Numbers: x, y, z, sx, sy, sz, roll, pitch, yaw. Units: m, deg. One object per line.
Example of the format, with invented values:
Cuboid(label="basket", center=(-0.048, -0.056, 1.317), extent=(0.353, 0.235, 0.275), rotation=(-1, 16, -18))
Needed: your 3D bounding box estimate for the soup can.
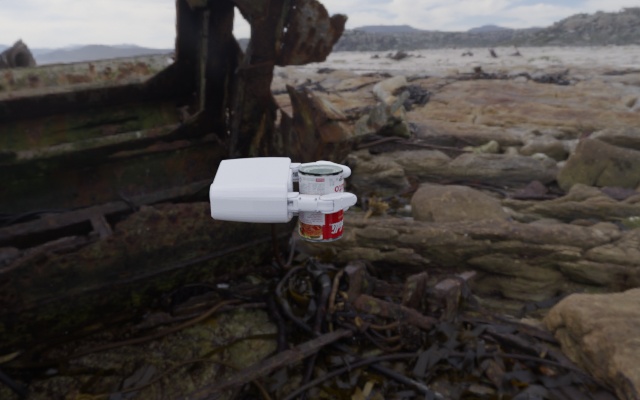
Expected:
Cuboid(label="soup can", center=(0.001, 0.002, 0.708), extent=(0.068, 0.102, 0.068), rotation=(0, 16, 0))
